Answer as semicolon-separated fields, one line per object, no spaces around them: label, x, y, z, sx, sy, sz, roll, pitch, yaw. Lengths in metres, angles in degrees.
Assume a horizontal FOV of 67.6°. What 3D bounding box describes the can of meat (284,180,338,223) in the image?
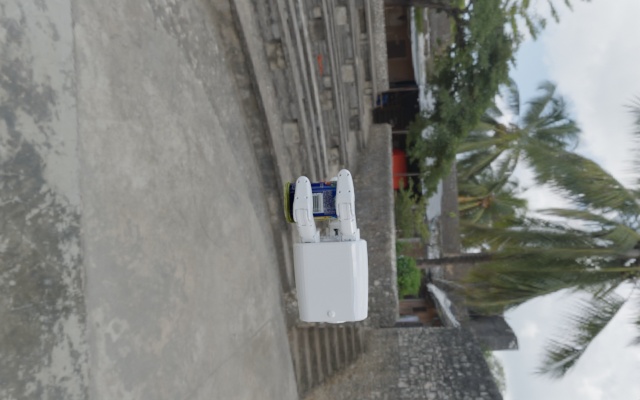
can of meat;0.000;0.002;0.681;0.084;0.057;0.102;-3;-4;9
